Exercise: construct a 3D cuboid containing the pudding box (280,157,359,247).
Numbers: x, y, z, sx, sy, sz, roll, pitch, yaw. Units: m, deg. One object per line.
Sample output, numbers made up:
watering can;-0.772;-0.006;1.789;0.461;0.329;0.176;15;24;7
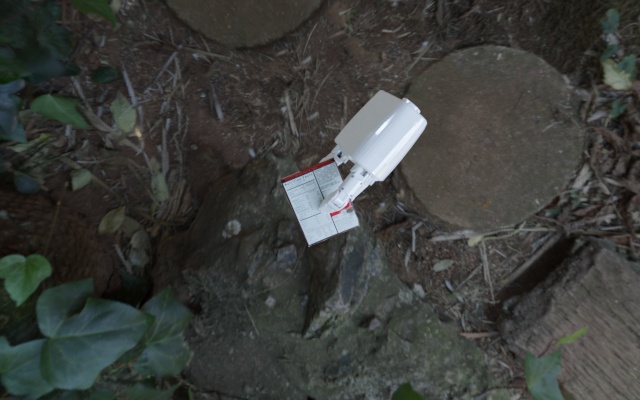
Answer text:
pudding box;0.000;0.002;0.732;0.090;0.113;0.039;-22;12;1
